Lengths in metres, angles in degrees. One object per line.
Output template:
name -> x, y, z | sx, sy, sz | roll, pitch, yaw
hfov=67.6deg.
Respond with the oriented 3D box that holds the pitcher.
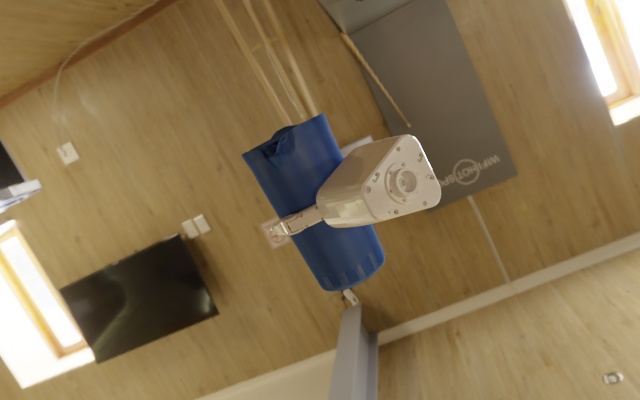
pitcher -> 0.000, 0.002, 0.708 | 0.149, 0.243, 0.145 | -31, 10, -28
